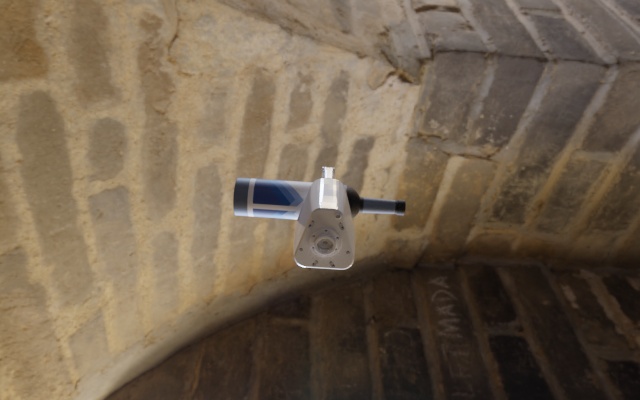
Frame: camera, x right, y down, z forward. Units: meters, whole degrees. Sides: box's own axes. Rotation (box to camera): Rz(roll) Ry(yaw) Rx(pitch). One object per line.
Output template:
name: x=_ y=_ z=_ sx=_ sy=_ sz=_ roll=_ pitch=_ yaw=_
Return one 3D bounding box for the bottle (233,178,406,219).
bottle: x=0.000 y=0.003 z=0.836 sx=0.296 sy=0.069 sz=0.069 roll=4 pitch=0 yaw=0
